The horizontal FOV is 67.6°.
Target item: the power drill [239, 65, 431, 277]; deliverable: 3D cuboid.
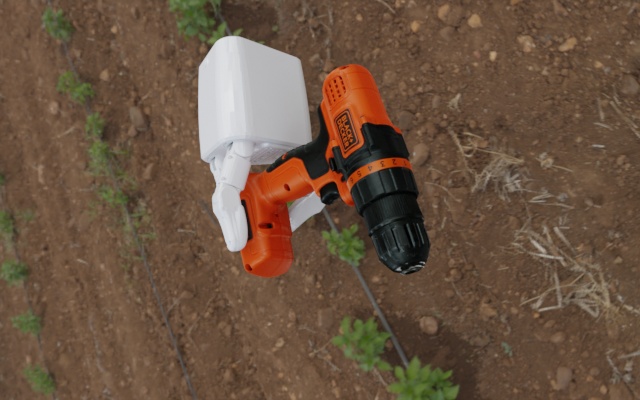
[{"bbox_3d":[0.000,0.001,0.424,0.057,0.184,0.188,12,-35,-44],"label":"power drill"}]
